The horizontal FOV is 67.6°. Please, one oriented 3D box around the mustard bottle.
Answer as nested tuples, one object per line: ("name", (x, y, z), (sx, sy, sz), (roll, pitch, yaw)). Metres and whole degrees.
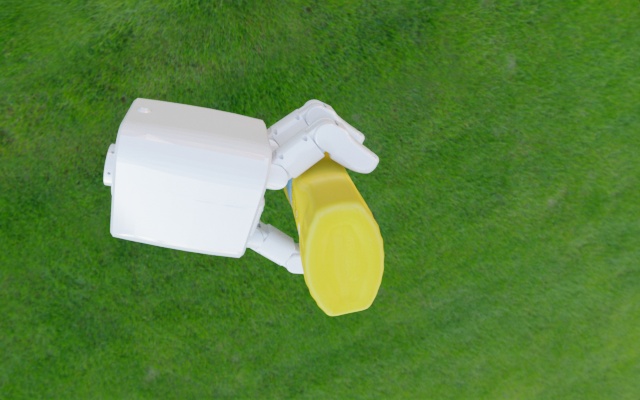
("mustard bottle", (0.000, 0.001, 0.407), (0.058, 0.096, 0.191), (-12, 29, -5))
